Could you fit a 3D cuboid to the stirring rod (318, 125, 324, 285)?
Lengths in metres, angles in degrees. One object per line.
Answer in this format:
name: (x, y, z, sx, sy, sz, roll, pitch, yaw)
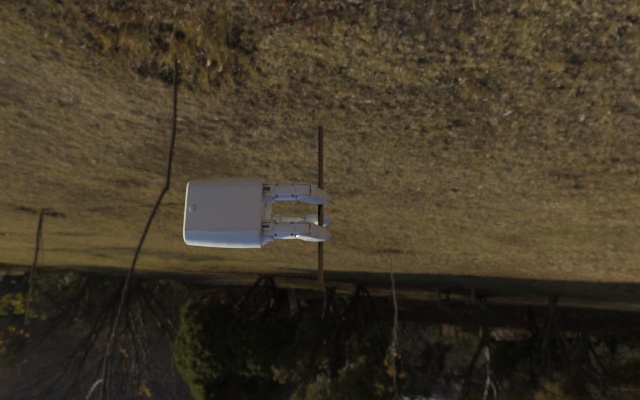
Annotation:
stirring rod: (0.000, 0.002, 0.698, 0.011, 0.239, 0.011, 0, -16, 0)
